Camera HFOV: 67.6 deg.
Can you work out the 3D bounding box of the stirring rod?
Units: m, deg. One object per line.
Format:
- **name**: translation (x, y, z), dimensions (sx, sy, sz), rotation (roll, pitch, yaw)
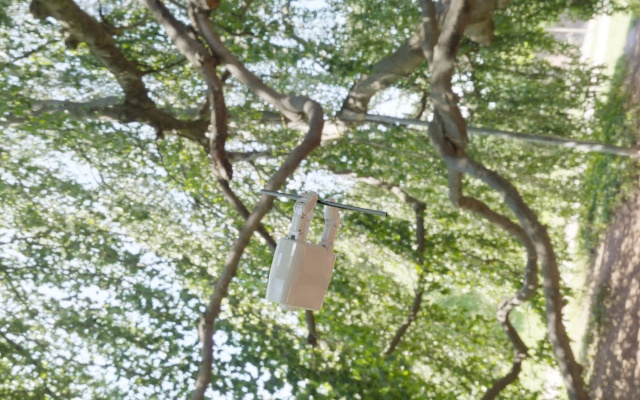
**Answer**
- **stirring rod**: translation (0.000, 0.003, 0.829), dimensions (0.239, 0.011, 0.011), rotation (11, 4, 24)
